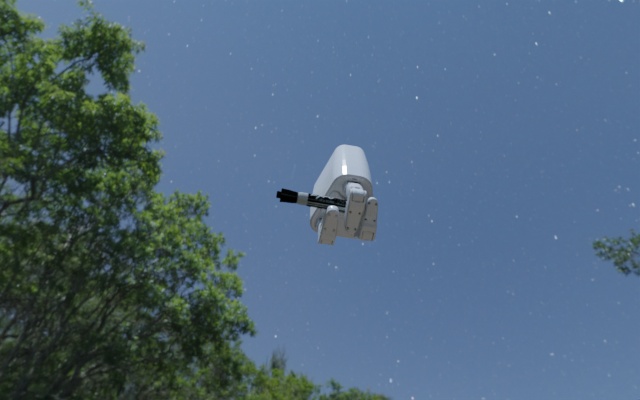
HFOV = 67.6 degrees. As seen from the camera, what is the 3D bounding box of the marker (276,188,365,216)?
[{"bbox_3d":[0.000,0.002,0.649,0.121,0.020,0.020,10,-1,-6],"label":"marker"}]
